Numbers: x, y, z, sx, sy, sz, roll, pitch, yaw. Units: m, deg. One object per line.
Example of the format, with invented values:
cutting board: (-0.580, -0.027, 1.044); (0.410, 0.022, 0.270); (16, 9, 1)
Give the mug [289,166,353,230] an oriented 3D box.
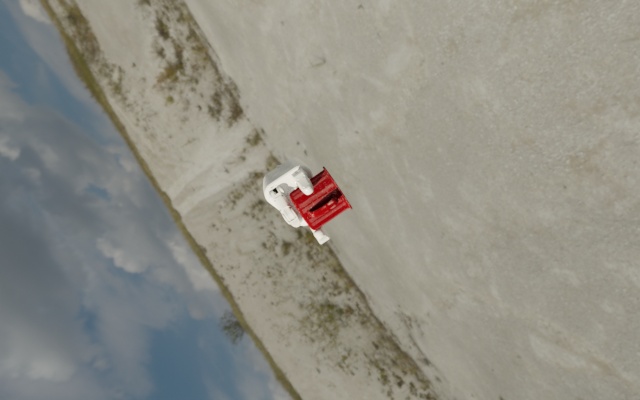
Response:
mug: (0.000, 0.003, 0.841); (0.081, 0.093, 0.117); (-34, 18, 1)
